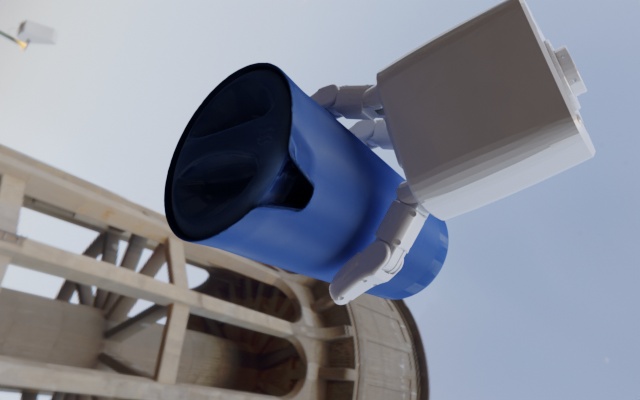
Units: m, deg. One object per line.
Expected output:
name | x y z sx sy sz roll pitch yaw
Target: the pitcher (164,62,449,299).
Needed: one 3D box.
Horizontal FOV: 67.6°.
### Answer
pitcher | 0.000 0.001 0.408 0.145 0.149 0.243 -27 -38 31
